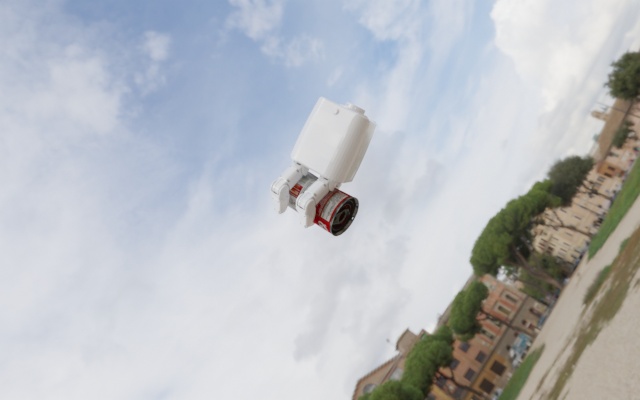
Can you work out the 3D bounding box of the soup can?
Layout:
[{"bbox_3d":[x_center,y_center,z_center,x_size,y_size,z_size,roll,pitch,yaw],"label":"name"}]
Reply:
[{"bbox_3d":[0.000,0.003,0.755,0.102,0.068,0.068,31,16,28],"label":"soup can"}]
